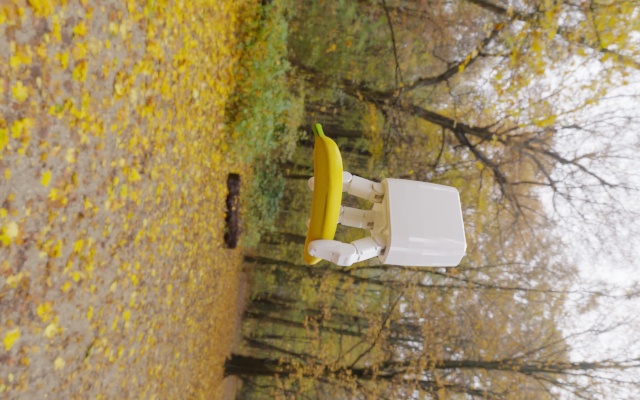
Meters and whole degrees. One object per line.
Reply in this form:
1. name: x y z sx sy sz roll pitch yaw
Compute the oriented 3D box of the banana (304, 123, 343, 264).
1. banana: 0.003 0.005 0.617 0.037 0.198 0.069 2 19 -11
